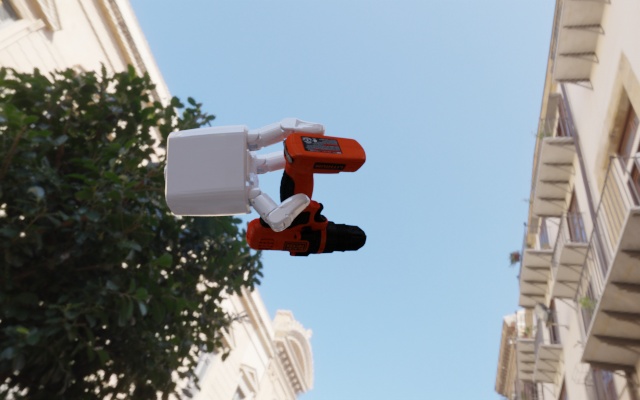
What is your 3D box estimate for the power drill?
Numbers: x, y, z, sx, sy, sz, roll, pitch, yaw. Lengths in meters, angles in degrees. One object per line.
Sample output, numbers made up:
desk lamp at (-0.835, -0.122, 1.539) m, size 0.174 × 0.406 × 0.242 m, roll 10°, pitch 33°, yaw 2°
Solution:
power drill at (0.000, 0.002, 0.667) m, size 0.184 × 0.188 × 0.057 m, roll 3°, pitch 38°, yaw -21°
